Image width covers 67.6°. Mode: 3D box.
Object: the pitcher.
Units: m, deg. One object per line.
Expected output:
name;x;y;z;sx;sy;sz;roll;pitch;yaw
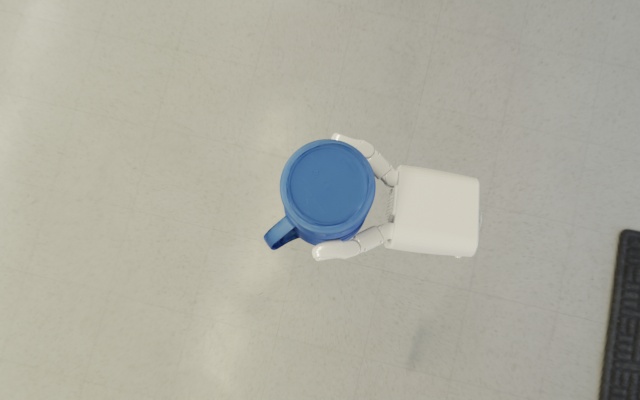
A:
pitcher;0.000;0.002;0.642;0.145;0.149;0.243;9;-6;1
